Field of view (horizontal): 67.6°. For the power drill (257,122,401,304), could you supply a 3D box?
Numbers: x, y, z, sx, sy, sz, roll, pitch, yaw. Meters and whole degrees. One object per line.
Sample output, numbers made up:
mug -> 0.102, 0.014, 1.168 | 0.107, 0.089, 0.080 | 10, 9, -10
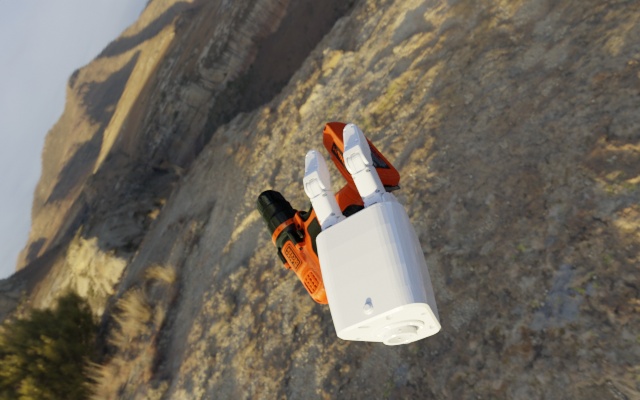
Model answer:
power drill -> 0.000, 0.002, 0.579 | 0.057, 0.188, 0.184 | -4, 44, -43
